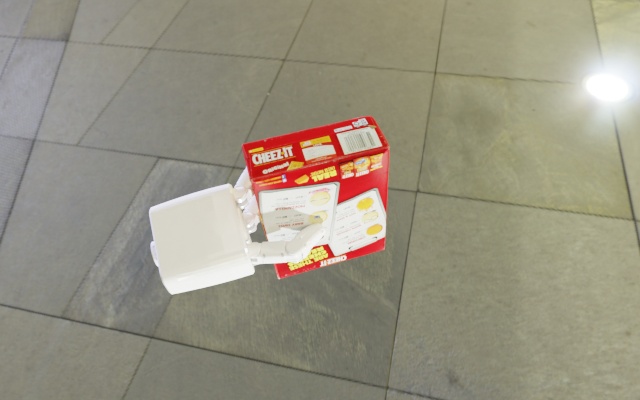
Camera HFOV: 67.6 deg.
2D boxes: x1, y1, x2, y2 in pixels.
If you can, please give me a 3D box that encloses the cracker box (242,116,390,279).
[{"bbox_3d":[0.000,0.002,0.629,0.164,0.072,0.214,-14,-39,-6],"label":"cracker box"}]
